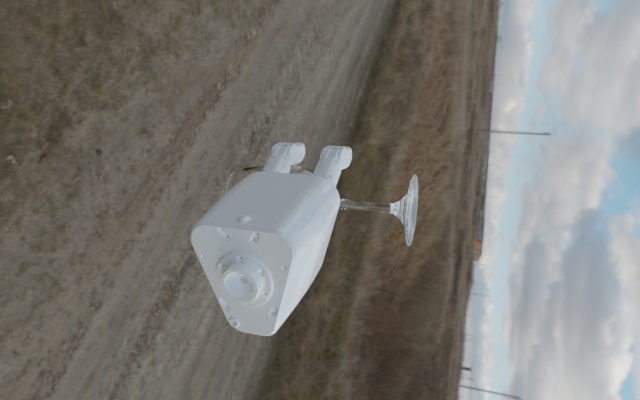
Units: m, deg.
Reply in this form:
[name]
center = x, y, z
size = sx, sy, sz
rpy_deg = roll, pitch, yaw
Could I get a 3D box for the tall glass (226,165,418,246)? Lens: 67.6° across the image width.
[tall glass]
center = 0.001, 0.002, 0.520
size = 0.201, 0.079, 0.079
rpy_deg = 5, 2, 18
